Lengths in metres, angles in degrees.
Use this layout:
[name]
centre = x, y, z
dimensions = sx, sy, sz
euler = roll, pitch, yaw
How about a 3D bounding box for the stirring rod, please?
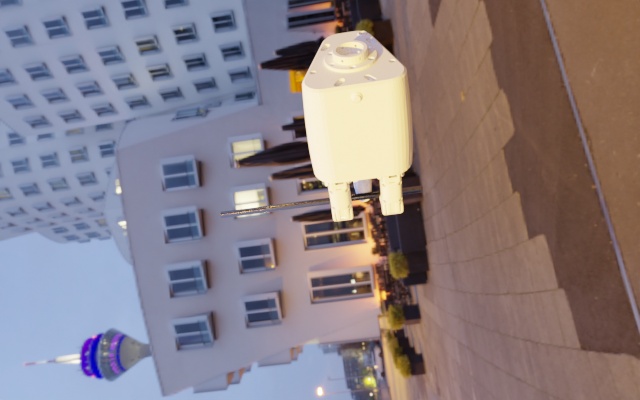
[stirring rod]
centre = 0.000, 0.002, 0.566
dimensions = 0.239, 0.011, 0.011
euler = -7, -1, 4
